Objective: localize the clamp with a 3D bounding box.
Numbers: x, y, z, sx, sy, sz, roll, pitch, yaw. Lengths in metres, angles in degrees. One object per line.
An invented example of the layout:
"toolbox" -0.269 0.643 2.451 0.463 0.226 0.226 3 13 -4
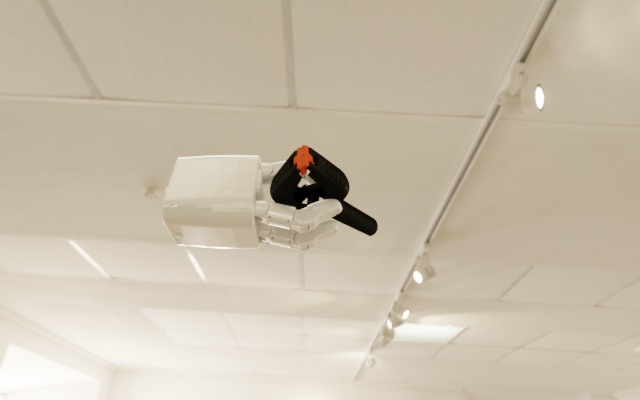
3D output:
"clamp" 0.000 0.001 0.600 0.164 0.036 0.210 -2 -29 -3
